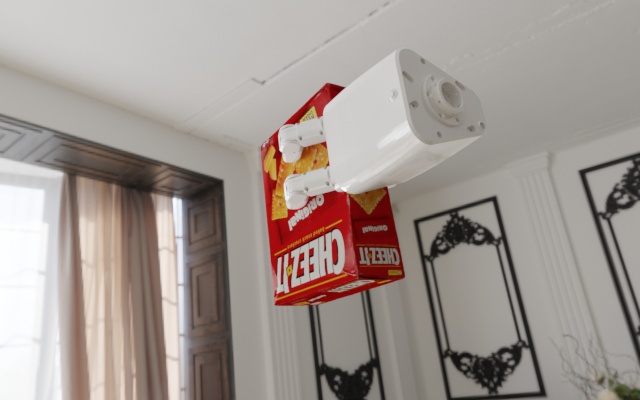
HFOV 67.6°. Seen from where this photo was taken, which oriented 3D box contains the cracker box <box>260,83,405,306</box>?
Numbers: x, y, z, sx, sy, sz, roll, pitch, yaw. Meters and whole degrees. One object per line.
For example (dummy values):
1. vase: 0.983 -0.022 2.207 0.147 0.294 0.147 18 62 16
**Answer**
1. cracker box: 0.000 0.002 0.550 0.072 0.213 0.164 6 -23 -34
